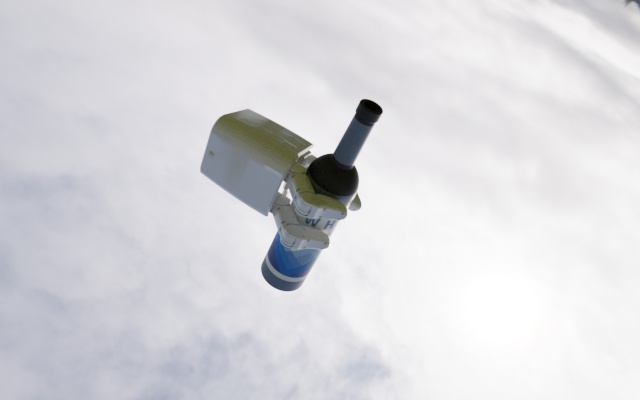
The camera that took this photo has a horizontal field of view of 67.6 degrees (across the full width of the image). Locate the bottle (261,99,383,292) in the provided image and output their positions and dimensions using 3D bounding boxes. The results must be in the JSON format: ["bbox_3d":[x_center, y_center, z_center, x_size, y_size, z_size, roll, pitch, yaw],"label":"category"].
[{"bbox_3d":[0.000,0.002,0.598,0.069,0.069,0.296,0,-44,-31],"label":"bottle"}]
